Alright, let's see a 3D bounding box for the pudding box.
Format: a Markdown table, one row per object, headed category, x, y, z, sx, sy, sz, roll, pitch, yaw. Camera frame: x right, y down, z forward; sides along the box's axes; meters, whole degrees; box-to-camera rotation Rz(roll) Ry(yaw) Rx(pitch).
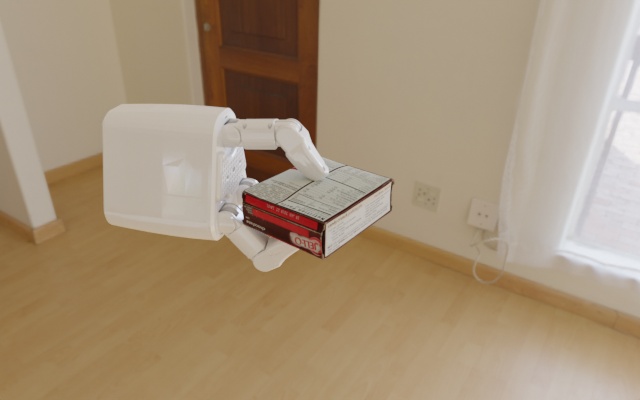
| category | x | y | z | sx | sy | sz | roll | pitch | yaw |
| --- | --- | --- | --- | --- | --- | --- | --- | --- | --- |
| pudding box | 0.000 | 0.001 | 0.426 | 0.090 | 0.039 | 0.113 | 21 | 34 | 31 |
